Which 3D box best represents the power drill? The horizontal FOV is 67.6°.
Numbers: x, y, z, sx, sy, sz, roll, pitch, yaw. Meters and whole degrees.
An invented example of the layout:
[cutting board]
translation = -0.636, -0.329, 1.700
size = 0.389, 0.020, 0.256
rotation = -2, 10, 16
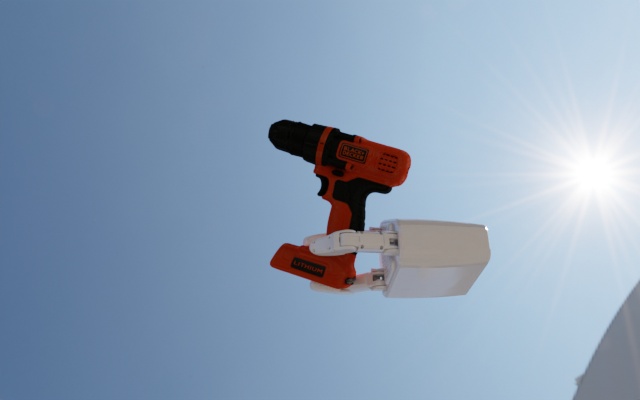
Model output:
[power drill]
translation = 0.000, 0.002, 0.591
size = 0.184, 0.187, 0.057
rotation = 17, 2, 15
